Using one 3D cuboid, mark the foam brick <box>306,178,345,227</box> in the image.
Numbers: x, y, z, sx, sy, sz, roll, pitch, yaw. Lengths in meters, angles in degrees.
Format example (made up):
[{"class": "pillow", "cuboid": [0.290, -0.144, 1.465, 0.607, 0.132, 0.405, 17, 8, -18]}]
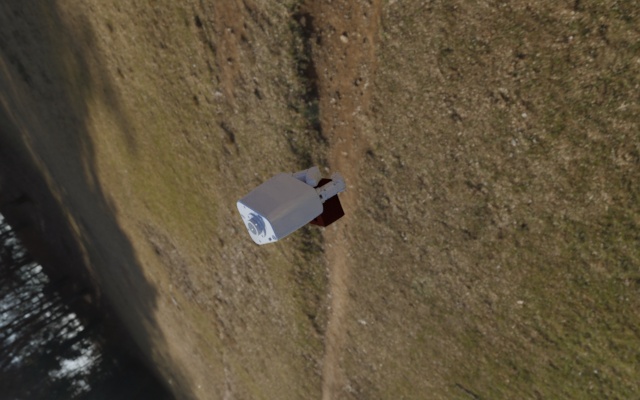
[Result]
[{"class": "foam brick", "cuboid": [0.000, 0.003, 0.891, 0.051, 0.078, 0.053, -34, 25, -29]}]
